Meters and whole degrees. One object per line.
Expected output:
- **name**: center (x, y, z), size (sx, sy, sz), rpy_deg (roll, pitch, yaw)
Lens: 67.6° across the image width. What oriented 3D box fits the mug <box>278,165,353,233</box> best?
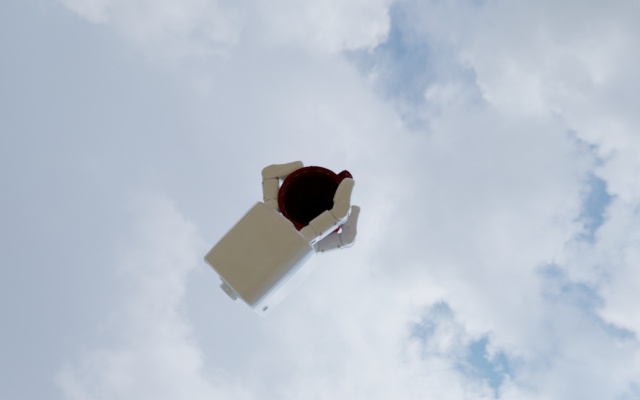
- **mug**: center (0.001, 0.001, 0.670), size (0.093, 0.117, 0.081), rpy_deg (42, -14, 17)
